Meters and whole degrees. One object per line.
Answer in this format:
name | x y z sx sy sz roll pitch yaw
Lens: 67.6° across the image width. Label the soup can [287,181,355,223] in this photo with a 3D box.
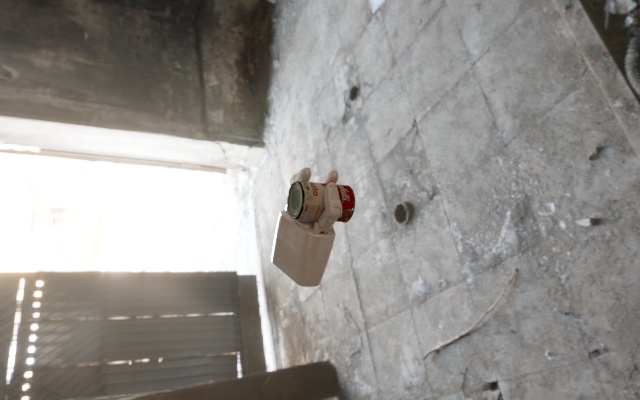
soup can | 0.000 0.002 0.834 0.102 0.068 0.068 4 -2 -27
